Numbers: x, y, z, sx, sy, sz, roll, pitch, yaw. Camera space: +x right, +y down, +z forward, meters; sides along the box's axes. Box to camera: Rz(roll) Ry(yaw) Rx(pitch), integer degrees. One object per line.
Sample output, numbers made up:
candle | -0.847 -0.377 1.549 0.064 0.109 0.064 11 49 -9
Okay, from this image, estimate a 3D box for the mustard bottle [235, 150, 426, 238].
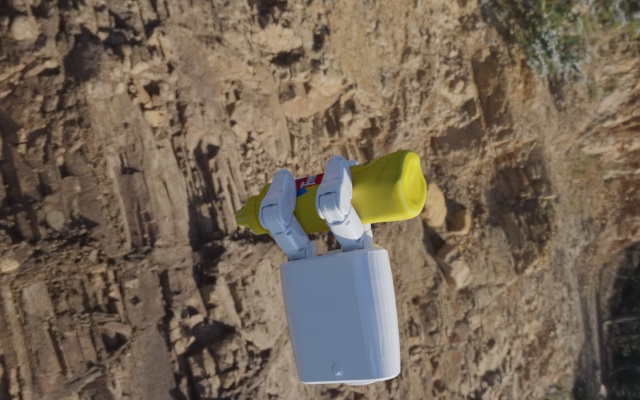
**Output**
mustard bottle | 0.000 0.001 0.463 0.191 0.058 0.096 -12 15 25
